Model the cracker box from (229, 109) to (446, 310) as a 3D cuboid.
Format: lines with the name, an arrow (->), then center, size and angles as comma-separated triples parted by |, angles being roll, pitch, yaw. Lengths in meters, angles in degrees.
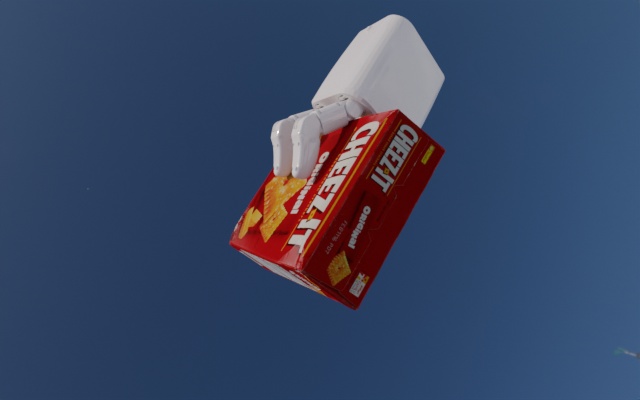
cracker box -> 0.000, 0.002, 0.486 | 0.072, 0.164, 0.213 | 36, -14, -22
